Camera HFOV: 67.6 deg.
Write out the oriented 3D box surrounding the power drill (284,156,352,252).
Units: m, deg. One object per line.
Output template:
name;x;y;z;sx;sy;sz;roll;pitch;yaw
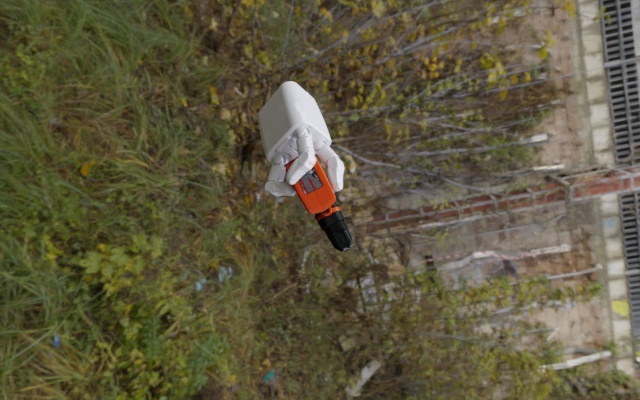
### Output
power drill;0.000;0.002;0.869;0.057;0.184;0.188;-29;-14;-1
